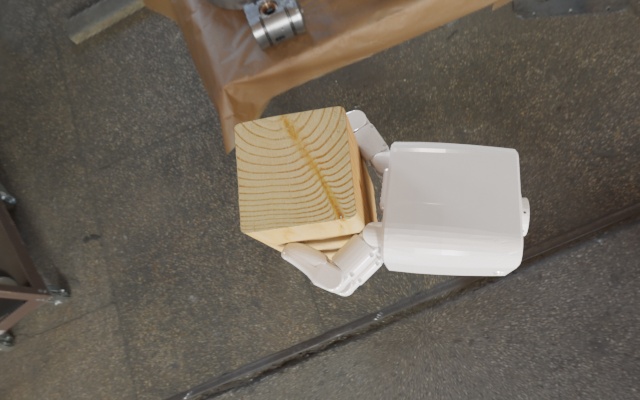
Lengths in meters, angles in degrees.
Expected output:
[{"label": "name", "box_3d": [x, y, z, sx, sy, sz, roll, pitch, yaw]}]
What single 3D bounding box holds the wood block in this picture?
[{"label": "wood block", "box_3d": [0.000, 0.001, 0.452, 0.090, 0.090, 0.206, -8, -16, 10]}]
